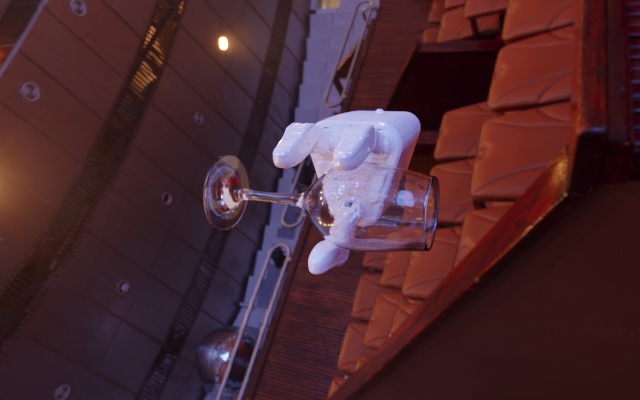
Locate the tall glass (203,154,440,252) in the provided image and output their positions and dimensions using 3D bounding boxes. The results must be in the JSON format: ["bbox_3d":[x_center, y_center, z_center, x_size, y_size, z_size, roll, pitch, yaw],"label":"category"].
[{"bbox_3d":[-0.001,0.001,0.427,0.201,0.079,0.079,6,2,23],"label":"tall glass"}]
